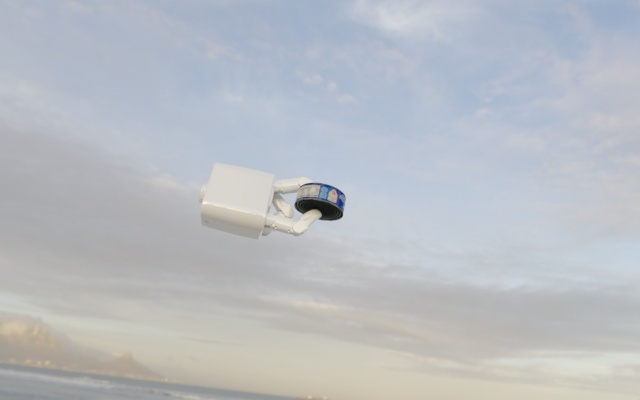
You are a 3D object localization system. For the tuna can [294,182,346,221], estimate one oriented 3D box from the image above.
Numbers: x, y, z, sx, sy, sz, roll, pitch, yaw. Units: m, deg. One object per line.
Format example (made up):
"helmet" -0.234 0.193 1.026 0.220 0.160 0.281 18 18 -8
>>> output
"tuna can" 0.000 0.002 0.818 0.086 0.033 0.086 11 -24 5
